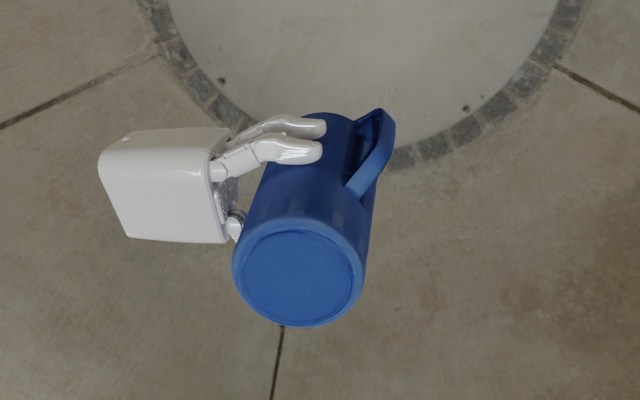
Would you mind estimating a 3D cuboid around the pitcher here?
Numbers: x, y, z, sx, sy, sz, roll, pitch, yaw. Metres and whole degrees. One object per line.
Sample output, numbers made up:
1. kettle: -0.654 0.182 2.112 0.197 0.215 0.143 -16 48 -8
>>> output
1. pitcher: 0.000 0.002 0.475 0.145 0.149 0.242 2 27 5
